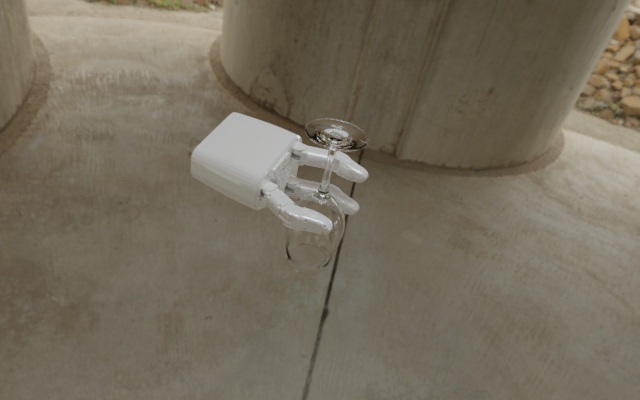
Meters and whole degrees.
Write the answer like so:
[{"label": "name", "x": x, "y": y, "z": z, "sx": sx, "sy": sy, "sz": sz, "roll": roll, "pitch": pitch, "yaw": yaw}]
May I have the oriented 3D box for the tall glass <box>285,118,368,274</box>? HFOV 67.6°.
[{"label": "tall glass", "x": 0.000, "y": 0.002, "z": 0.607, "sx": 0.079, "sy": 0.201, "sz": 0.079, "roll": 9, "pitch": 35, "yaw": -6}]
